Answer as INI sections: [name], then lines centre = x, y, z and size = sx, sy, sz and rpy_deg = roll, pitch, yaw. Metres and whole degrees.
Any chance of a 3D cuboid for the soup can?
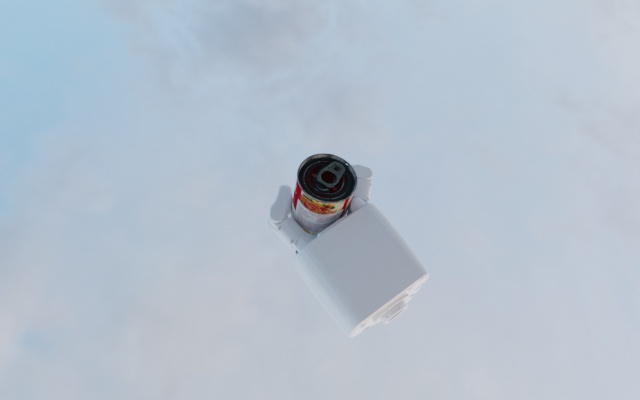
[soup can]
centre = 0.000, 0.002, 0.569
size = 0.068, 0.068, 0.102
rpy_deg = 0, -33, -11
